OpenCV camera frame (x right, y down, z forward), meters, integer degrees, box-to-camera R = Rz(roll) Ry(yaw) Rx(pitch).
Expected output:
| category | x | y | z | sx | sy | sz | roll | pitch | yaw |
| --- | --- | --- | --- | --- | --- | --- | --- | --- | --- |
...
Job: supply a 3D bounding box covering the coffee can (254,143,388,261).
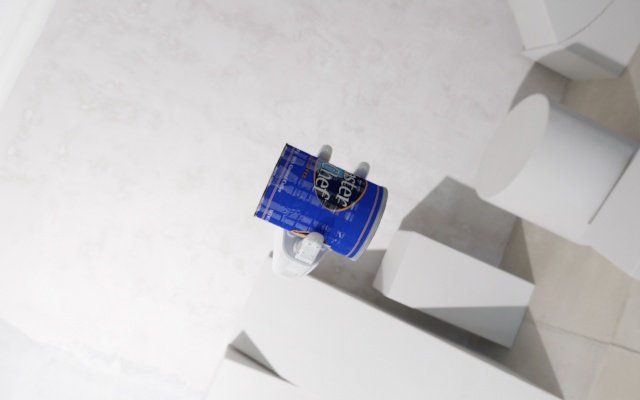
| category | x | y | z | sx | sy | sz | roll | pitch | yaw |
| --- | --- | --- | --- | --- | --- | --- | --- | --- | --- |
| coffee can | 0.000 | 0.002 | 0.605 | 0.140 | 0.103 | 0.103 | 24 | -3 | -5 |
